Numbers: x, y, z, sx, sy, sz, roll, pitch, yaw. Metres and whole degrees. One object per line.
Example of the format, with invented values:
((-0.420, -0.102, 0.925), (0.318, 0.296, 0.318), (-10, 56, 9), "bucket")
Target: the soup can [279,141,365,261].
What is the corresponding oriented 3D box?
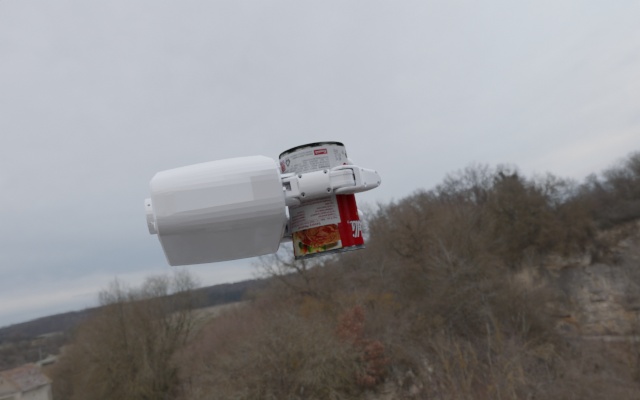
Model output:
((0.001, 0.001, 0.457), (0.068, 0.102, 0.068), (-10, -7, -1), "soup can")
